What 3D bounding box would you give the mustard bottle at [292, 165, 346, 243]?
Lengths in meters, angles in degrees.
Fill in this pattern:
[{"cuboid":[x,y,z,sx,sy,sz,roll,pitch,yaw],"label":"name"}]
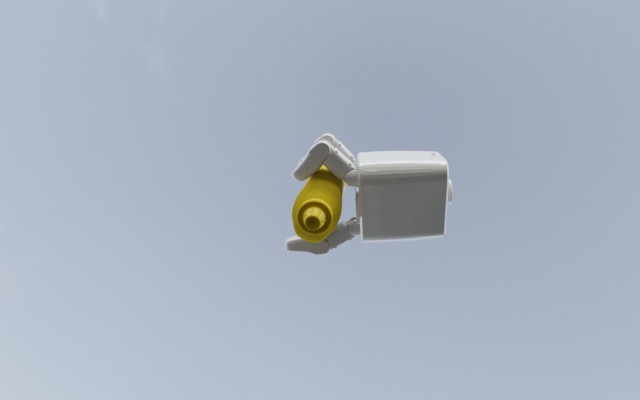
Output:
[{"cuboid":[0.000,0.002,0.614,0.058,0.096,0.191,21,15,-1],"label":"mustard bottle"}]
